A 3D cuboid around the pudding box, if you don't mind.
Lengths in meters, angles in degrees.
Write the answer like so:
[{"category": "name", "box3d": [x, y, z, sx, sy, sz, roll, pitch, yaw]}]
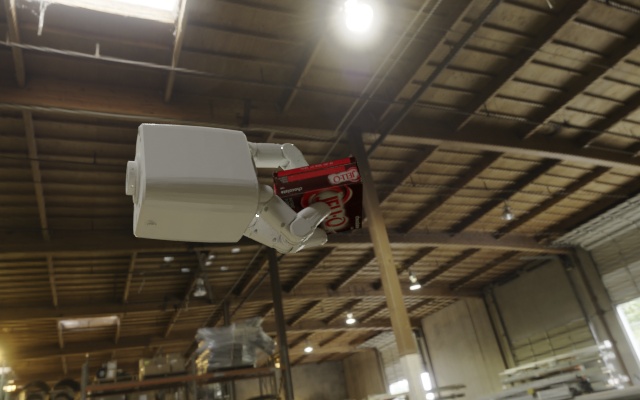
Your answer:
[{"category": "pudding box", "box3d": [0.000, 0.002, 0.531, 0.090, 0.039, 0.113, -10, -26, -1]}]
